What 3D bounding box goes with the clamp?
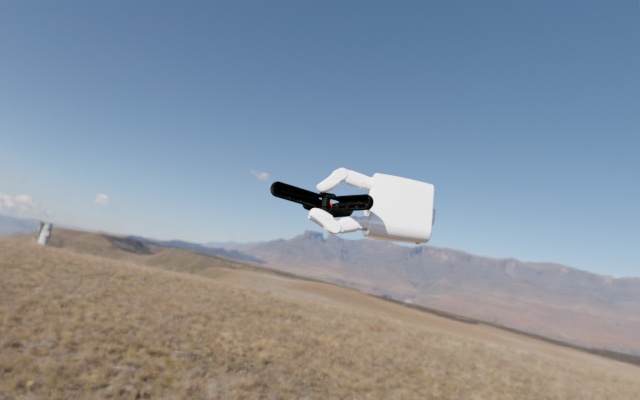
[{"bbox_3d":[0.000,0.002,0.835,0.164,0.036,0.210,10,-7,0],"label":"clamp"}]
